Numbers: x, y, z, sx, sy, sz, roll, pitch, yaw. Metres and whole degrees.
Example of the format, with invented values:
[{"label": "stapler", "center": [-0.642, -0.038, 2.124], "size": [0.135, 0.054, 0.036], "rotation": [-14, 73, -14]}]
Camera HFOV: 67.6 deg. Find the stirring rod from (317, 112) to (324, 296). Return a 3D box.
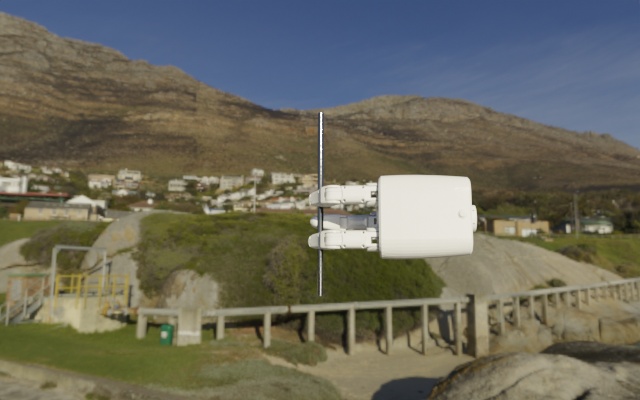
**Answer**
[{"label": "stirring rod", "center": [0.000, 0.002, 0.623], "size": [0.011, 0.239, 0.011], "rotation": [0, -8, 0]}]
